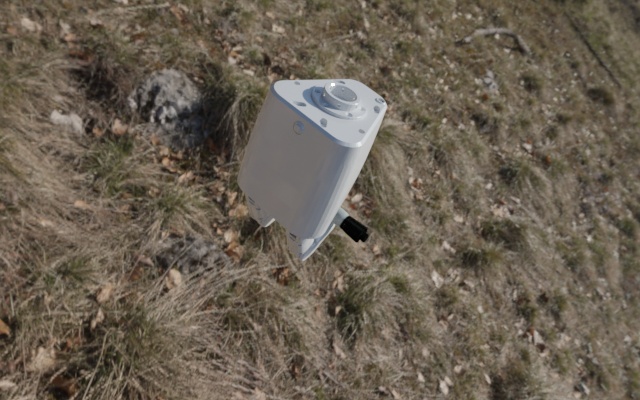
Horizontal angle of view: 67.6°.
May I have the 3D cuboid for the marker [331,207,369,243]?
[{"bbox_3d":[0.000,0.002,0.487,0.121,0.020,0.020,39,13,17],"label":"marker"}]
